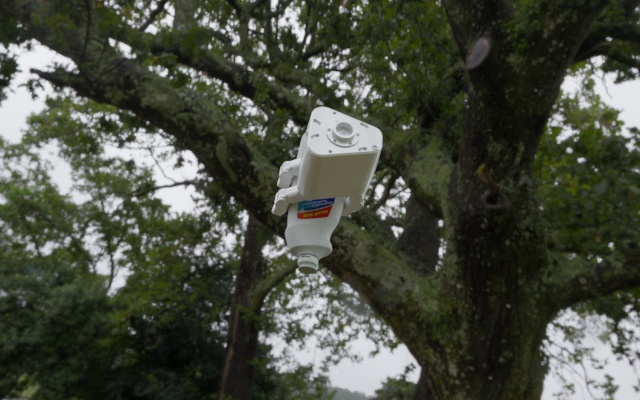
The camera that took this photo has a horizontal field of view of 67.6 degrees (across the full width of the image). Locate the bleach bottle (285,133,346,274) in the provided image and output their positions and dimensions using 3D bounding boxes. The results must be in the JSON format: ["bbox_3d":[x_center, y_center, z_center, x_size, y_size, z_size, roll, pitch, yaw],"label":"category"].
[{"bbox_3d":[0.000,0.003,0.789,0.102,0.250,0.068,9,-33,-4],"label":"bleach bottle"}]
